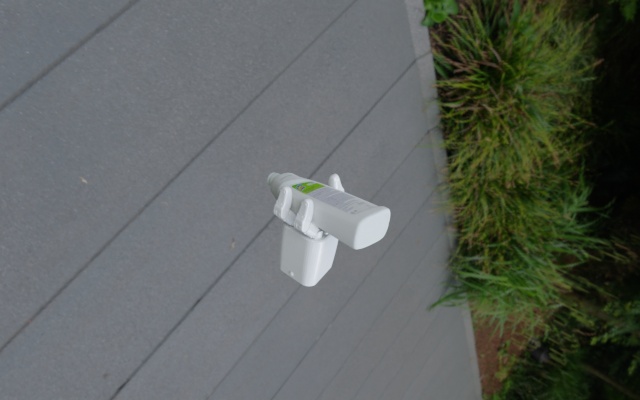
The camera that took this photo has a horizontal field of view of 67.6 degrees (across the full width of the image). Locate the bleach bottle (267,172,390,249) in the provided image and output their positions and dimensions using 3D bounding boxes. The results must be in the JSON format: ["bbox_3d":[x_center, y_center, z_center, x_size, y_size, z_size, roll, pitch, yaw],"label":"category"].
[{"bbox_3d":[0.000,0.003,0.895,0.250,0.068,0.102,28,31,35],"label":"bleach bottle"}]
